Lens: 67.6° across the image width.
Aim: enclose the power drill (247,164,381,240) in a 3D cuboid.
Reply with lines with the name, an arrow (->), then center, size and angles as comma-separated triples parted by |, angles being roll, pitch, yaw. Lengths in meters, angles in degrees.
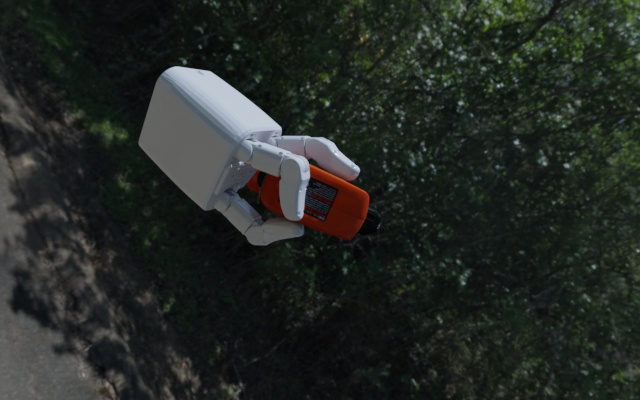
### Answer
power drill -> 0.000, 0.002, 0.553 | 0.184, 0.057, 0.187 | 21, -1, -6
